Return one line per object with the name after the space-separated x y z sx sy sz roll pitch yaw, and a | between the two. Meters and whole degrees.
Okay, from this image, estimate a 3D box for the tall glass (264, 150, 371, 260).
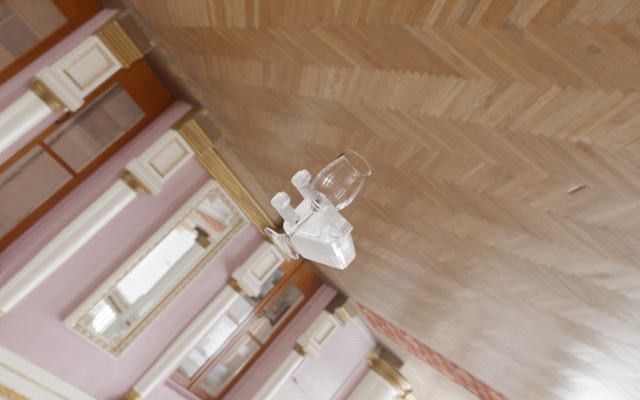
0.000 0.003 0.813 0.201 0.079 0.079 -47 17 -17 | tall glass
